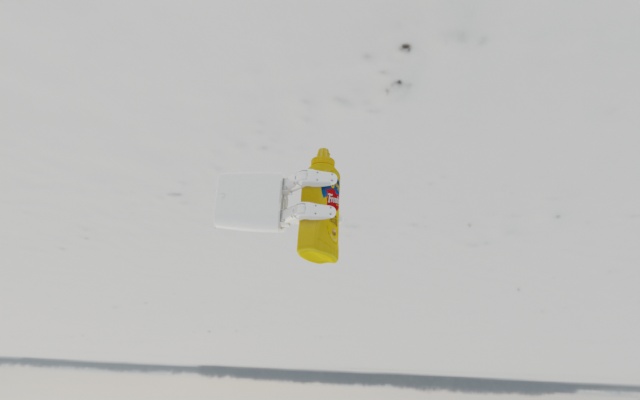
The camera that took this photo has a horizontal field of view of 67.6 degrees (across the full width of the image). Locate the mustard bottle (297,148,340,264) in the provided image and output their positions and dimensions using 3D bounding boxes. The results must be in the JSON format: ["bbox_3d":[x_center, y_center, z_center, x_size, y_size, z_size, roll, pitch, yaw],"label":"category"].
[{"bbox_3d":[0.000,0.003,0.789,0.058,0.191,0.096,-7,-22,24],"label":"mustard bottle"}]
